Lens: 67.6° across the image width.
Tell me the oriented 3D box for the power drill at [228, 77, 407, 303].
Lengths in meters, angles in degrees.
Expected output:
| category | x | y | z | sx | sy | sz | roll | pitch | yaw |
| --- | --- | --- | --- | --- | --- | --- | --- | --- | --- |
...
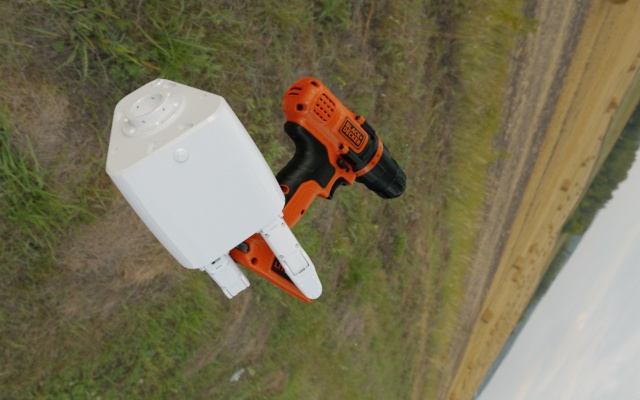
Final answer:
| category | x | y | z | sx | sy | sz | roll | pitch | yaw |
| --- | --- | --- | --- | --- | --- | --- | --- | --- | --- |
| power drill | 0.000 | 0.002 | 0.479 | 0.184 | 0.187 | 0.057 | 38 | -16 | -36 |
